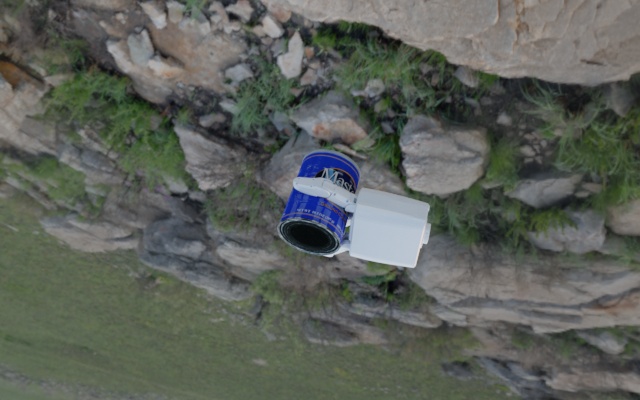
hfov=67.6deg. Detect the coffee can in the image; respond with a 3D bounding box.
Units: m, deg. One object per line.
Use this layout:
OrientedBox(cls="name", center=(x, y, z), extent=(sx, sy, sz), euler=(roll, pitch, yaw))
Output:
OrientedBox(cls="coffee can", center=(0.000, 0.002, 0.773), extent=(0.103, 0.140, 0.103), euler=(13, -33, 9))
